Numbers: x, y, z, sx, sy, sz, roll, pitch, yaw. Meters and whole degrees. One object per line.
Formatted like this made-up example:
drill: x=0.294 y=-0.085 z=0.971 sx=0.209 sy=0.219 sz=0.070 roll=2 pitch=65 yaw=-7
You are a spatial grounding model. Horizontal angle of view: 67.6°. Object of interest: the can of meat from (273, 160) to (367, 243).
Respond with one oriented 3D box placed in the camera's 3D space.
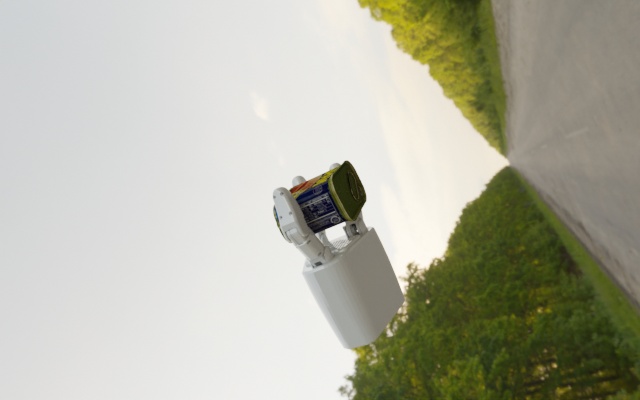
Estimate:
can of meat: x=0.000 y=0.002 z=0.565 sx=0.084 sy=0.057 sz=0.102 roll=-24 pitch=11 yaw=22
